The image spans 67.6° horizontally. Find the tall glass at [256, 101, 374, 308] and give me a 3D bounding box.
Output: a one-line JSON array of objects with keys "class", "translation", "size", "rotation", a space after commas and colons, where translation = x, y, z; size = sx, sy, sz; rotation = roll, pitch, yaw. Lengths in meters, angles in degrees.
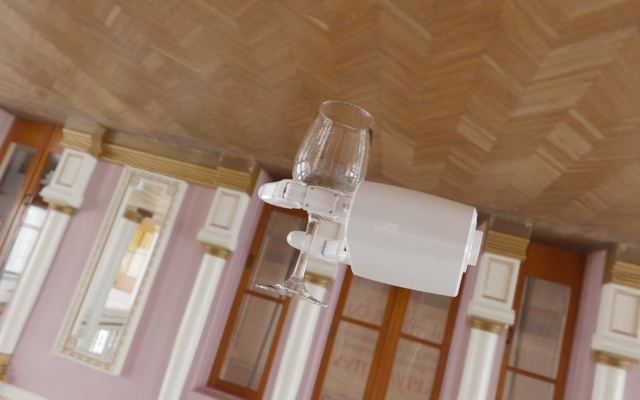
[{"class": "tall glass", "translation": [0.000, 0.002, 0.489], "size": [0.079, 0.201, 0.079], "rotation": [16, -12, 4]}]
